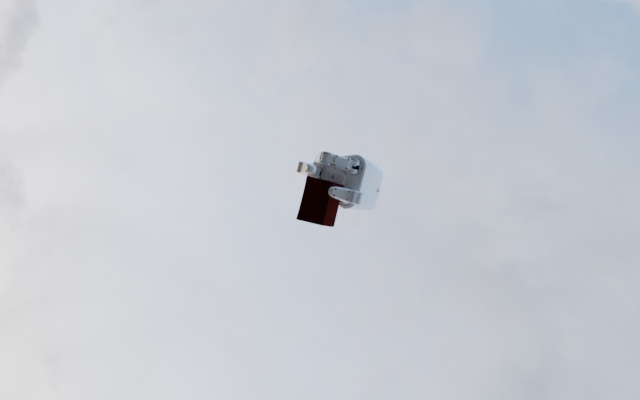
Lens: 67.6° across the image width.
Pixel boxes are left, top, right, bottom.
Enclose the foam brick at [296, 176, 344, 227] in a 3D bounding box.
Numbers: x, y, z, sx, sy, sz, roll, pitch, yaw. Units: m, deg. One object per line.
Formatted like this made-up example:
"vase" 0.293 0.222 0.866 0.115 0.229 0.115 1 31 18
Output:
"foam brick" 0.000 0.003 0.822 0.053 0.078 0.051 14 0 24
